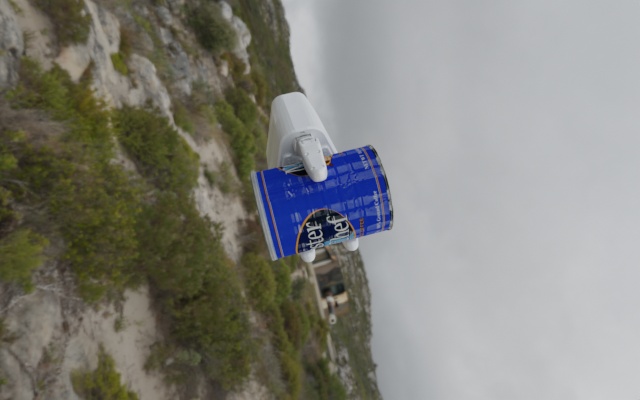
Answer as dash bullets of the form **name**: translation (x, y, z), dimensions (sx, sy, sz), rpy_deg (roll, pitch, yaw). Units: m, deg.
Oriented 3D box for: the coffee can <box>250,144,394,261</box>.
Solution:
- **coffee can**: translation (0.000, 0.002, 0.545), dimensions (0.140, 0.103, 0.103), rpy_deg (-14, 1, -5)
